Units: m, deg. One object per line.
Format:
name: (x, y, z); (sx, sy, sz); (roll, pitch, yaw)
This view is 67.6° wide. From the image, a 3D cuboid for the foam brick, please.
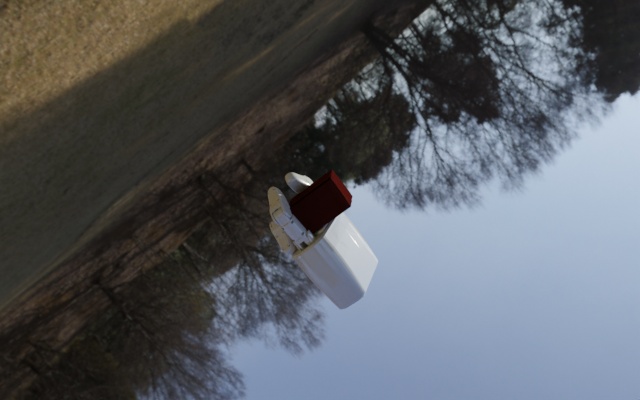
foam brick: (0.000, 0.002, 0.674); (0.078, 0.051, 0.053); (-36, 10, 16)
